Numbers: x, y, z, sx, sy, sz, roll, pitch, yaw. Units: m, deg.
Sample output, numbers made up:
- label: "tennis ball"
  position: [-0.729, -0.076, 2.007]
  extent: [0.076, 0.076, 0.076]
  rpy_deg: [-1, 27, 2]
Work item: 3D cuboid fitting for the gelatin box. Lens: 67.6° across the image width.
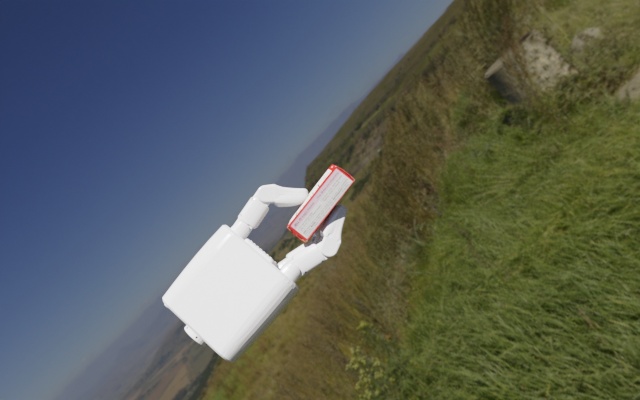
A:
- label: "gelatin box"
  position: [0.000, 0.001, 0.549]
  extent: [0.030, 0.089, 0.073]
  rpy_deg: [37, 3, -4]
